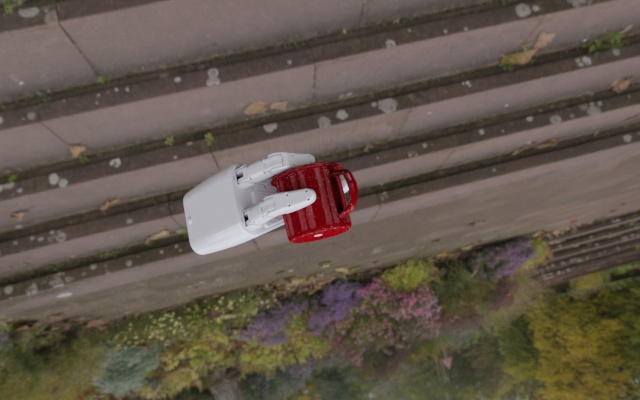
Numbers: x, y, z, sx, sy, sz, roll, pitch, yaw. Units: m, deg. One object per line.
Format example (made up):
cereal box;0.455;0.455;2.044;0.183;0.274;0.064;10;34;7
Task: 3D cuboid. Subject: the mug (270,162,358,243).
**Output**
mug;0.001;0.002;0.590;0.117;0.081;0.093;-23;-15;38
